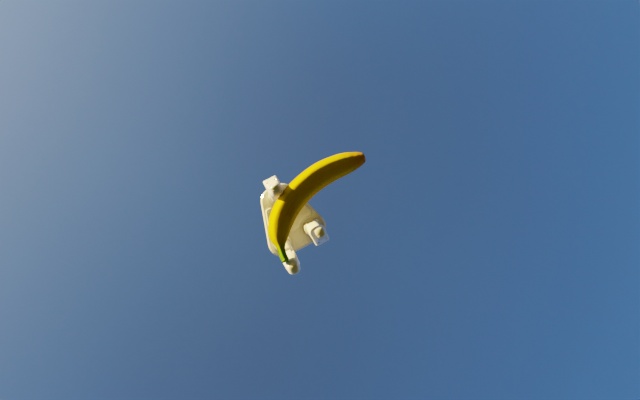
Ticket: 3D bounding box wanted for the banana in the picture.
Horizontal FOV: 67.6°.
[{"bbox_3d":[-0.017,-0.006,0.696,0.069,0.198,0.037,37,-8,4],"label":"banana"}]
